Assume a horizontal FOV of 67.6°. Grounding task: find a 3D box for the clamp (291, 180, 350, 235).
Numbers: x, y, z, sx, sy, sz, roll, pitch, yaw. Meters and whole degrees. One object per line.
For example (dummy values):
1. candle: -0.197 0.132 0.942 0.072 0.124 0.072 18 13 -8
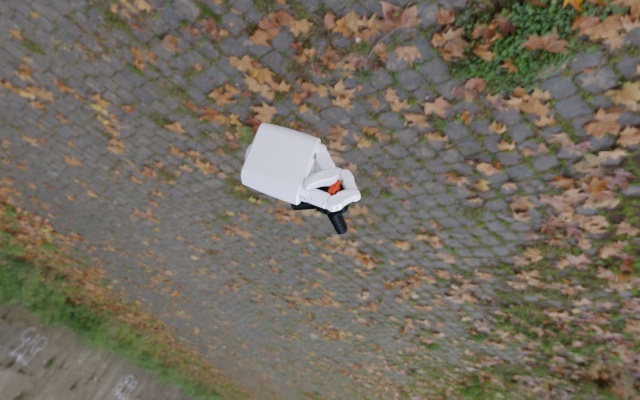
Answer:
1. clamp: 0.000 0.003 0.878 0.120 0.039 0.172 19 -28 7
